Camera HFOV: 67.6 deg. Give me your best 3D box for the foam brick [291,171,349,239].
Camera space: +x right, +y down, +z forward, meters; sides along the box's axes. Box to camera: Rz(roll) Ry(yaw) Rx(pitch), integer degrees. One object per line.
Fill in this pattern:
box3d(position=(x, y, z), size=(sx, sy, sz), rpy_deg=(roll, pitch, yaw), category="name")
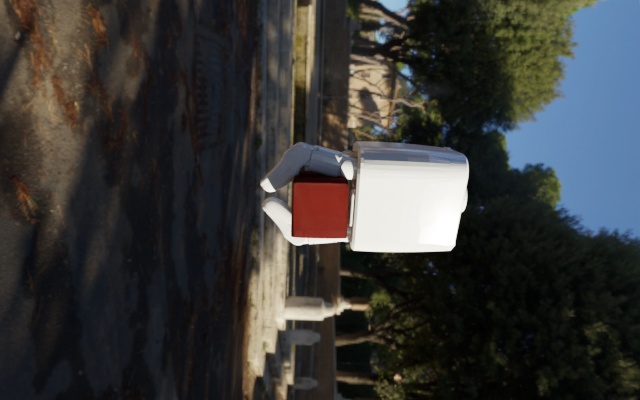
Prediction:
box3d(position=(0.000, 0.002, 0.462), size=(0.051, 0.053, 0.078), rpy_deg=(3, 12, 0), category="foam brick")
